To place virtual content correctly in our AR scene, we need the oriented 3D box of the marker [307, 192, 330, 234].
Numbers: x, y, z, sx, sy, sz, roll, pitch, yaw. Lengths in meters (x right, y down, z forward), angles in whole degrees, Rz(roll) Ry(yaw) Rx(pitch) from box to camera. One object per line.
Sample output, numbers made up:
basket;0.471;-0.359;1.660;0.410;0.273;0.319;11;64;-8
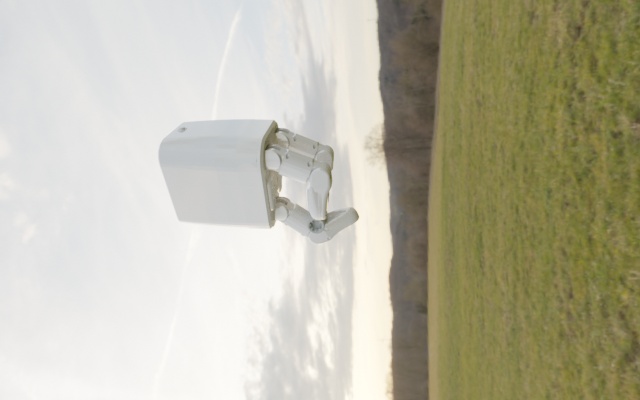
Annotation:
marker;0.000;0.002;0.552;0.020;0.020;0.121;0;25;5
